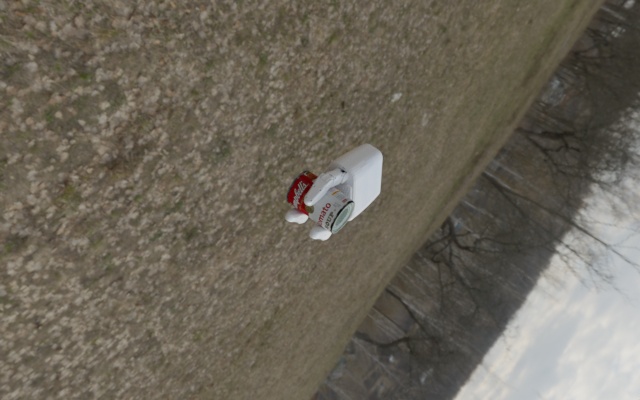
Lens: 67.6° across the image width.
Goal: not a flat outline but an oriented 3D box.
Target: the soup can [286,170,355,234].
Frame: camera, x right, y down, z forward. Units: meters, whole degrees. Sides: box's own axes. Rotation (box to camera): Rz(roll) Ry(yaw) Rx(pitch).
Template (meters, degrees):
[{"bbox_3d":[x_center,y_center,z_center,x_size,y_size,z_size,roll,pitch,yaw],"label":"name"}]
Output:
[{"bbox_3d":[0.000,0.003,0.825,0.102,0.068,0.068,35,13,19],"label":"soup can"}]
